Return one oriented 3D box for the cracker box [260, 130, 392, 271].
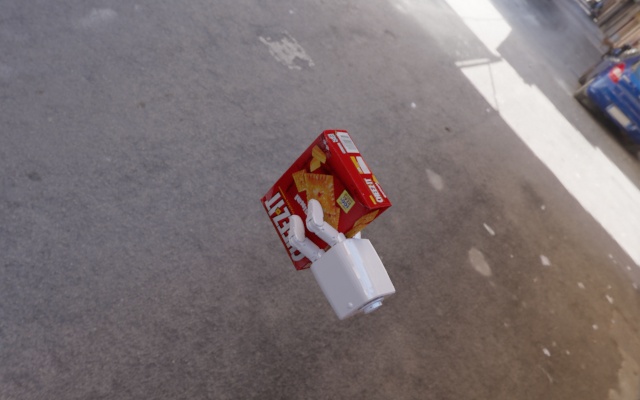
[{"bbox_3d":[0.000,0.003,0.853,0.072,0.164,0.214,-7,-29,-48],"label":"cracker box"}]
